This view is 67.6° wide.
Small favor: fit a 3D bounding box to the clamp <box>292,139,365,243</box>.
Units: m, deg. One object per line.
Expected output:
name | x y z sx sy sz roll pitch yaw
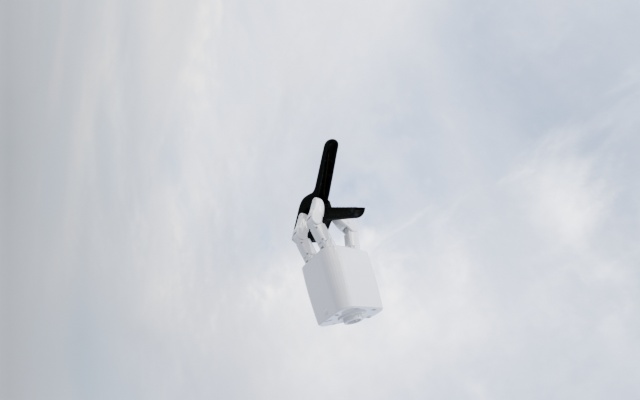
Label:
clamp | 0.001 0.003 0.868 0.036 0.164 0.210 5 -34 -30
